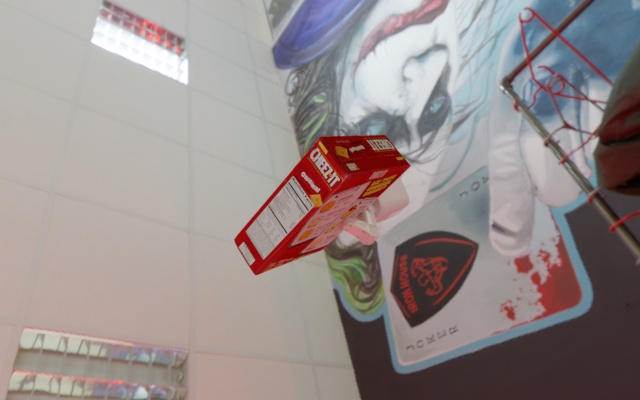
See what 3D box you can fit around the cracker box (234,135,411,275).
[{"bbox_3d":[0.000,0.002,0.668,0.164,0.072,0.214,-13,-29,-53],"label":"cracker box"}]
